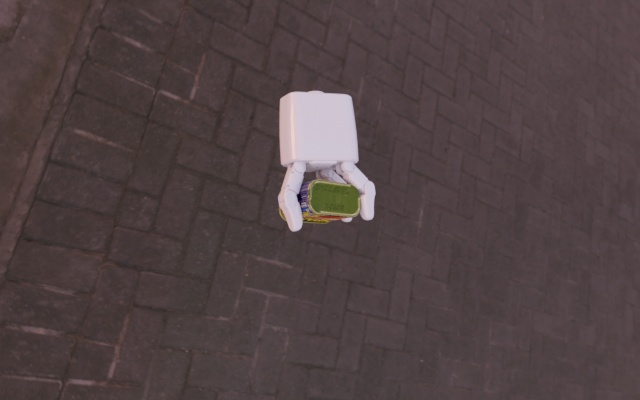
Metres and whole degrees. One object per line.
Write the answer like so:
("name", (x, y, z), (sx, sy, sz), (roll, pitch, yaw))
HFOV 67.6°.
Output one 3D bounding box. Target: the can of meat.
("can of meat", (0.000, 0.002, 0.742), (0.102, 0.057, 0.084), (6, -11, -34))
